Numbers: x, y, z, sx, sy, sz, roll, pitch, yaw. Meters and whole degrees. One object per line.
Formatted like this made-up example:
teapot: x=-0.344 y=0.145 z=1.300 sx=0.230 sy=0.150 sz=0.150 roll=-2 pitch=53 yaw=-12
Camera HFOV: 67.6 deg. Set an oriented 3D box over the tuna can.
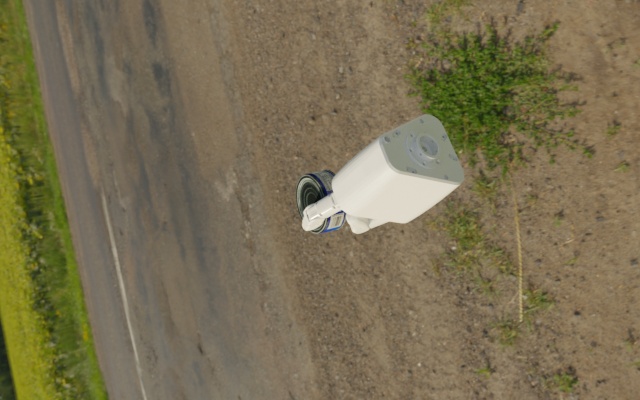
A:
tuna can: x=0.000 y=0.002 z=0.661 sx=0.034 sy=0.086 sz=0.086 roll=-13 pitch=6 yaw=-30
